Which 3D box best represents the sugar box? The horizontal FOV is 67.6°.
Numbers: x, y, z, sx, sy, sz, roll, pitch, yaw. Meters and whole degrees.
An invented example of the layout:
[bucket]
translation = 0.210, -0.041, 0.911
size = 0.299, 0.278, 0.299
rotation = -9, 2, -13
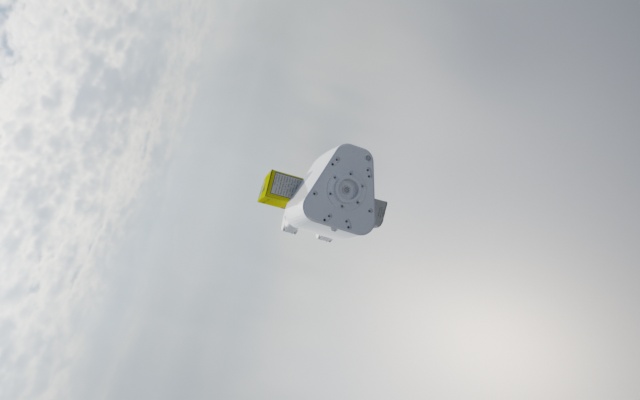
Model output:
[sugar box]
translation = 0.000, 0.003, 0.712
size = 0.176, 0.048, 0.093
rotation = 17, -9, -12
